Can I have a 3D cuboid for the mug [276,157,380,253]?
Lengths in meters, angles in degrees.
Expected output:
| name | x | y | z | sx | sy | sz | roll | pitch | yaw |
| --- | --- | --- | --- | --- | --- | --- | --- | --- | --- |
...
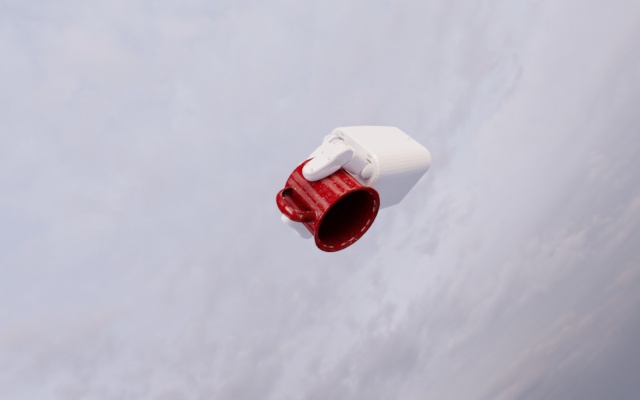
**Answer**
| name | x | y | z | sx | sy | sz | roll | pitch | yaw |
| --- | --- | --- | --- | --- | --- | --- | --- | --- | --- |
| mug | -0.001 | 0.002 | 0.557 | 0.117 | 0.093 | 0.081 | -9 | 40 | -38 |
